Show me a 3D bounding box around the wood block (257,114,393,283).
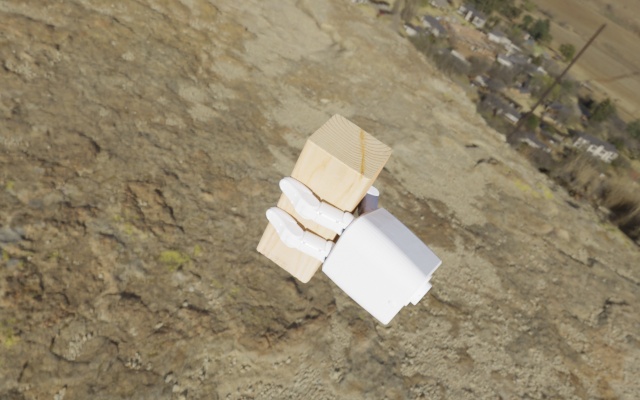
[{"bbox_3d":[0.001,0.002,0.643,0.090,0.206,0.090,34,39,6],"label":"wood block"}]
